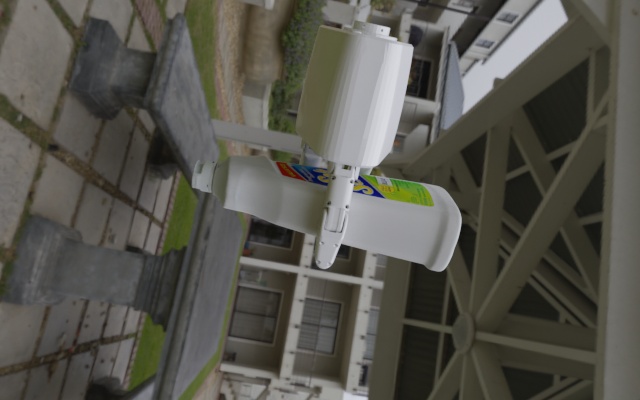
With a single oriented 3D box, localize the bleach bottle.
[{"bbox_3d":[0.000,0.002,0.469,0.251,0.068,0.102,11,21,-4],"label":"bleach bottle"}]
